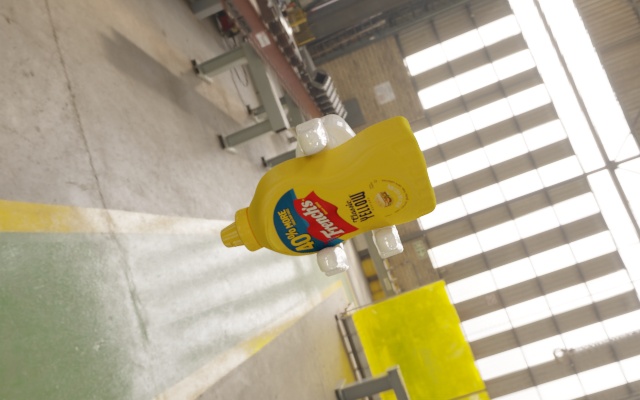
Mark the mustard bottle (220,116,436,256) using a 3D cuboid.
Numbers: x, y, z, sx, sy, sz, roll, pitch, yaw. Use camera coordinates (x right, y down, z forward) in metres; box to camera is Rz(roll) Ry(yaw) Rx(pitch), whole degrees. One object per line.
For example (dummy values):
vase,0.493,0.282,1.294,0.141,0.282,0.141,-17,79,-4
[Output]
mustard bottle,0.000,0.001,0.426,0.191,0.096,0.058,-21,41,8
